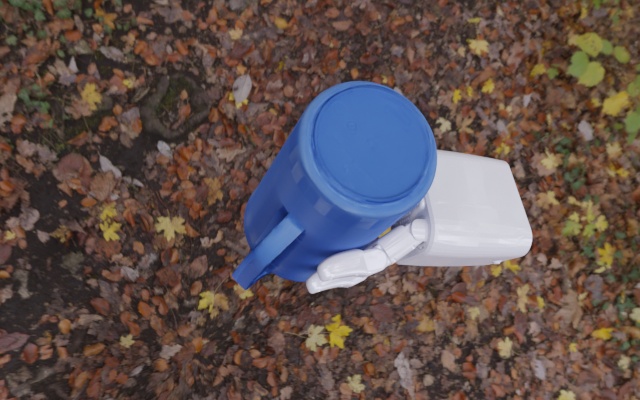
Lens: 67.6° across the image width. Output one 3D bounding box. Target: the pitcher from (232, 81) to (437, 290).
[{"bbox_3d":[0.000,0.001,0.445,0.145,0.149,0.243,5,-18,-14],"label":"pitcher"}]
